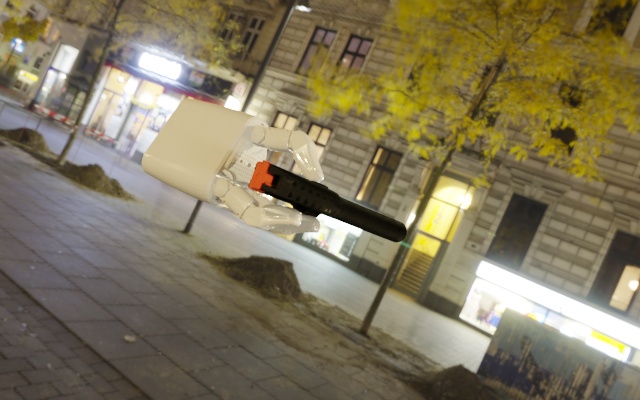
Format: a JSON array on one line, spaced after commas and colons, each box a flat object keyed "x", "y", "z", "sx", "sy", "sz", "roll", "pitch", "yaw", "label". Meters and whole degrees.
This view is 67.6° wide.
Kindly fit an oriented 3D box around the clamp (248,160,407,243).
[{"x": 0.000, "y": 0.001, "z": 0.512, "sx": 0.164, "sy": 0.036, "sz": 0.210, "roll": 18, "pitch": -4, "yaw": 23, "label": "clamp"}]
